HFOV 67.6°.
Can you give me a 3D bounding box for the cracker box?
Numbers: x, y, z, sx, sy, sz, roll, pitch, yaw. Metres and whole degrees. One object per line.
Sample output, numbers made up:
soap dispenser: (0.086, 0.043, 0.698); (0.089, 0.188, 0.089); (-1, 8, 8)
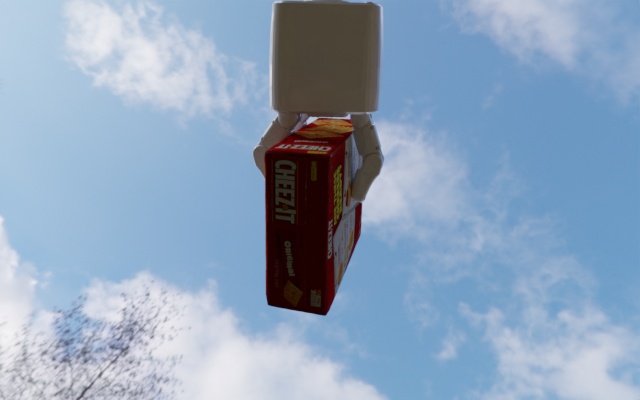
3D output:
cracker box: (0.000, 0.002, 0.544); (0.072, 0.164, 0.213); (5, 19, 13)
